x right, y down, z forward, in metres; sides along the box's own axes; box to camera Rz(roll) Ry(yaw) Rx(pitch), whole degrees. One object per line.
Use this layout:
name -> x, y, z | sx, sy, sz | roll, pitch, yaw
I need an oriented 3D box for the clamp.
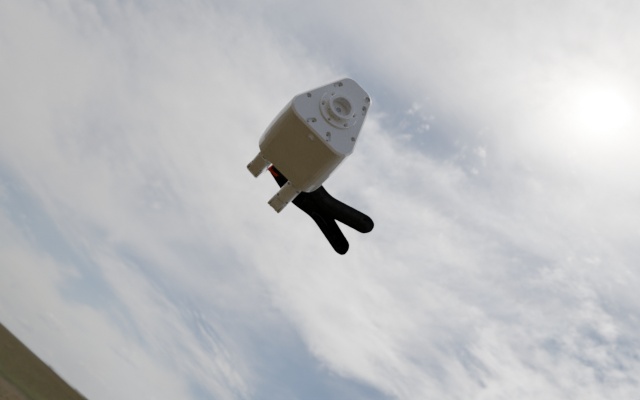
clamp -> 0.000, 0.002, 0.666 | 0.039, 0.171, 0.120 | -48, 6, -33
